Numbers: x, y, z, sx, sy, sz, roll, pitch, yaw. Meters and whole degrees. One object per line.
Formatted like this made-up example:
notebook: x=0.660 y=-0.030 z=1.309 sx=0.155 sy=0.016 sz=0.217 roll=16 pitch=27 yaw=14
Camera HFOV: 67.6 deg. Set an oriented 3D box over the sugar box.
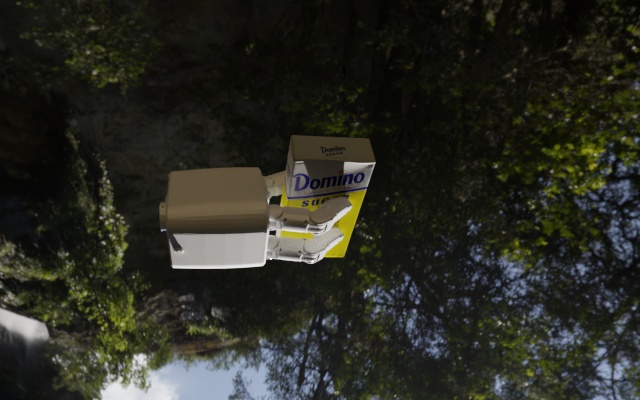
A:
sugar box: x=0.000 y=0.002 z=0.581 sx=0.093 sy=0.048 sz=0.176 roll=1 pitch=-40 yaw=-11
